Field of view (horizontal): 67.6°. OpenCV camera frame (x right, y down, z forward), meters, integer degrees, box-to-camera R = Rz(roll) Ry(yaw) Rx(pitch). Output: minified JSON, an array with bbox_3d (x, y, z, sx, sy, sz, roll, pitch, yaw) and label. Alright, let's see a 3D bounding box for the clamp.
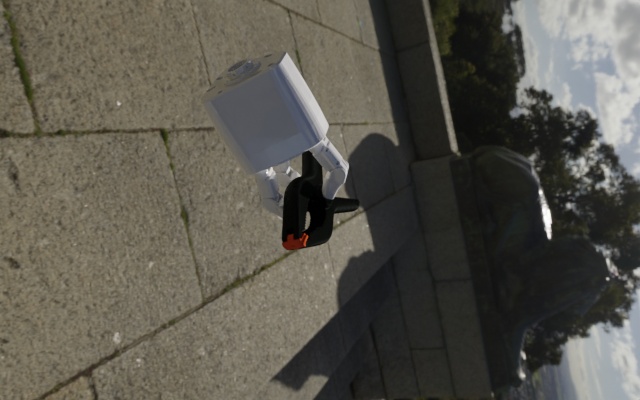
[{"bbox_3d":[0.001,0.002,0.654,0.036,0.165,0.209,-16,34,28],"label":"clamp"}]
